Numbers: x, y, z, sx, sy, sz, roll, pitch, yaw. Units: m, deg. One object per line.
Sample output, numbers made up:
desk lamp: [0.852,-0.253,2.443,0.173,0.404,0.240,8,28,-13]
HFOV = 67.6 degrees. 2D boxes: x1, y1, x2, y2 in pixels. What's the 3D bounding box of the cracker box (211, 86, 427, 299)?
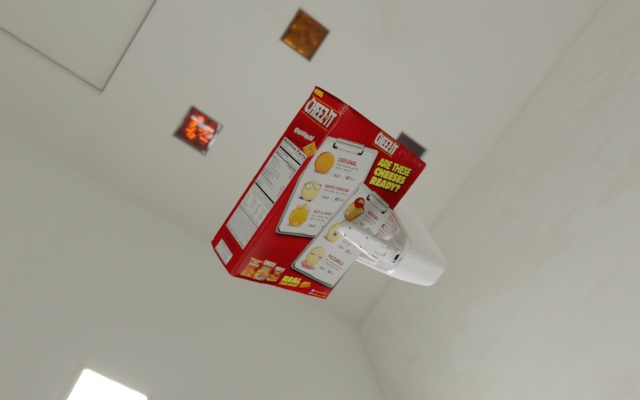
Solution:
cracker box: [0.000,0.002,0.553,0.164,0.214,0.072,26,13,-46]
